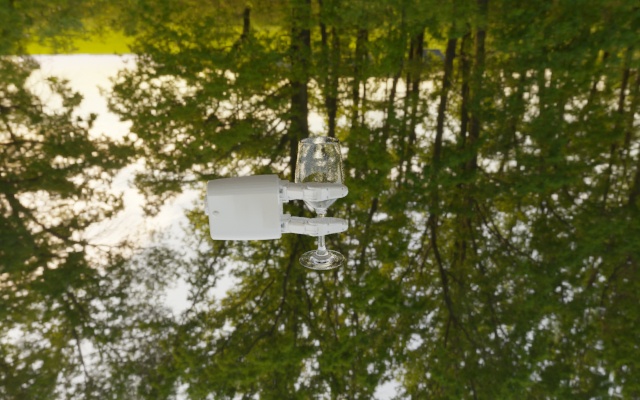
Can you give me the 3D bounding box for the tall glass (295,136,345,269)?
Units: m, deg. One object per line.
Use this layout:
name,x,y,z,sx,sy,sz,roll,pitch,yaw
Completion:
tall glass,0.000,0.003,0.757,0.079,0.201,0.079,-1,17,0
